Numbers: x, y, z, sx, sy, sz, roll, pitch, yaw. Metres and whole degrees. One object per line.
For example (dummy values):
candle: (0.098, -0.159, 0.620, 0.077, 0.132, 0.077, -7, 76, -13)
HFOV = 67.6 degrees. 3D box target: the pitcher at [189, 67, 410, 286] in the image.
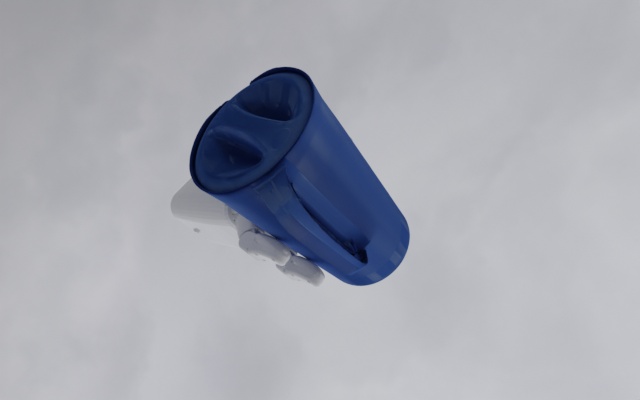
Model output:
pitcher: (0.000, 0.002, 0.478, 0.145, 0.149, 0.243, 2, -29, 38)
